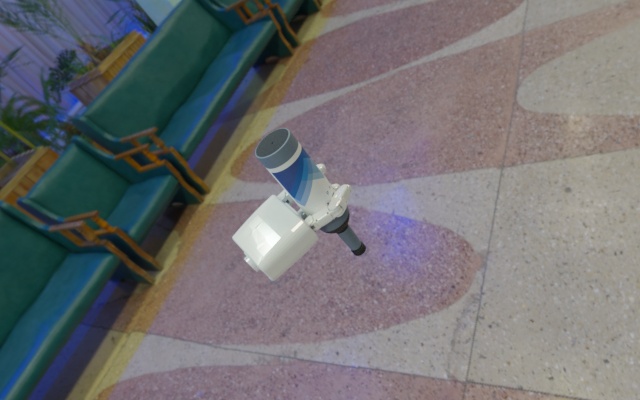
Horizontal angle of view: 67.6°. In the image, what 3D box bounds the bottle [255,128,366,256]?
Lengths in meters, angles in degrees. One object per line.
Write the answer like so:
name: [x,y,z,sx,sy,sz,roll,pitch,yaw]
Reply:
bottle: [0.000,0.002,0.830,0.069,0.069,0.296,0,-39,41]
